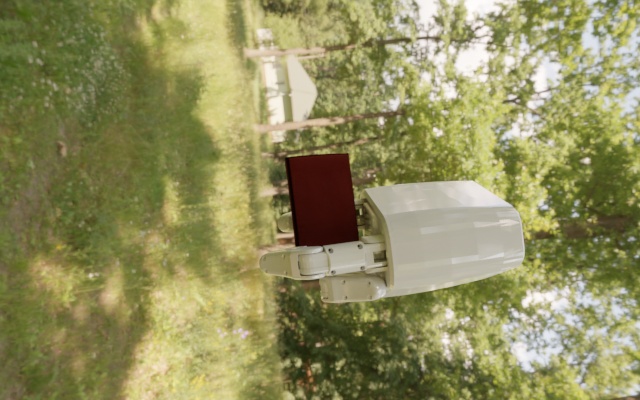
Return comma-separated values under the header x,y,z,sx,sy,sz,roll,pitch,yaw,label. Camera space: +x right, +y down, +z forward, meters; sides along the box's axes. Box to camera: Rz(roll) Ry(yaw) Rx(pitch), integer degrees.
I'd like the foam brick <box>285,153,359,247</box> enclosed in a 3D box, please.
x,y,z,sx,sy,sz,roll,pitch,yaw,label
0.000,0.001,0.402,0.051,0.078,0.053,-7,1,-3,foam brick
